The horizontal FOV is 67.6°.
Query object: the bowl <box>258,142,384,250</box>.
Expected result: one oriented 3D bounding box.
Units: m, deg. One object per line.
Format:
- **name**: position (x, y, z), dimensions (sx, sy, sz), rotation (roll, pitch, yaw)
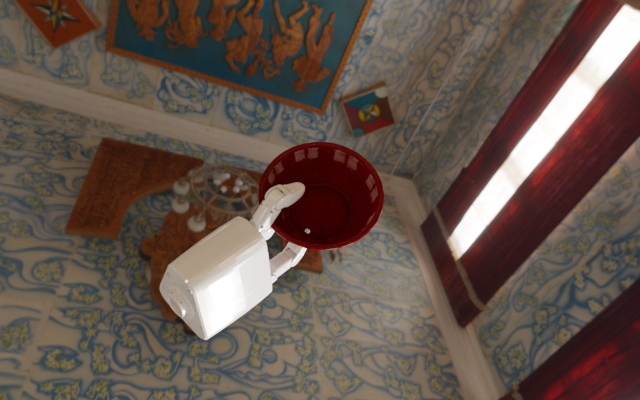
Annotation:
- **bowl**: position (0.001, 0.002, 0.634), dimensions (0.162, 0.162, 0.055), rotation (0, -30, -2)
